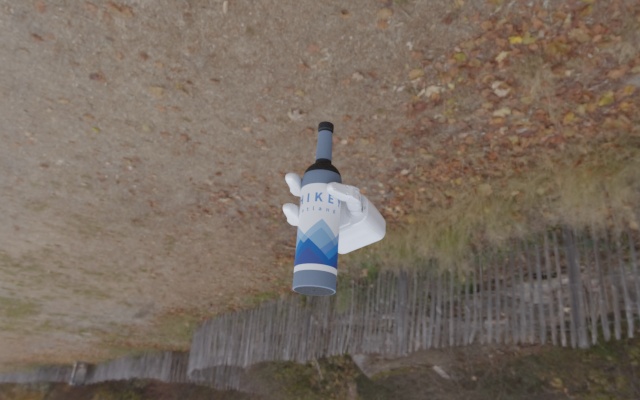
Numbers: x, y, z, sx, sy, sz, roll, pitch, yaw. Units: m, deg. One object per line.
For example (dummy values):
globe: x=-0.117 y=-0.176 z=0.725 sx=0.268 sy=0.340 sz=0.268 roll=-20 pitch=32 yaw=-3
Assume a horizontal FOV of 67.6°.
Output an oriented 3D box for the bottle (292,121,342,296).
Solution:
bottle: x=0.000 y=0.003 z=0.783 sx=0.069 sy=0.295 sz=0.069 roll=4 pitch=-23 yaw=2
